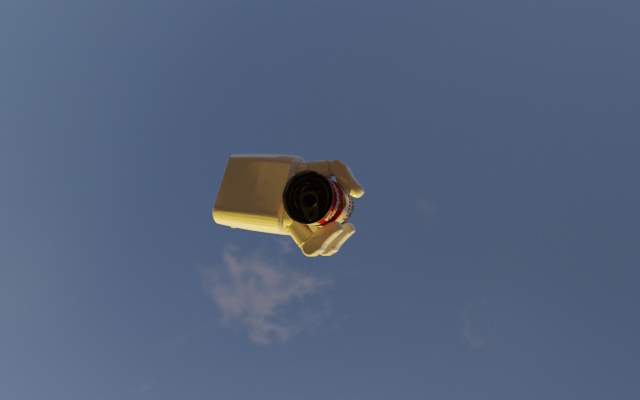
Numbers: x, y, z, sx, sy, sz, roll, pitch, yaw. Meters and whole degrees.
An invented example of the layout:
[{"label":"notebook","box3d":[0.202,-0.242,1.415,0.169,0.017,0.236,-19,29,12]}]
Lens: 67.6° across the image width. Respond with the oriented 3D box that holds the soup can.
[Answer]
[{"label":"soup can","box3d":[0.001,0.002,0.637,0.068,0.068,0.102,0,-7,19]}]
